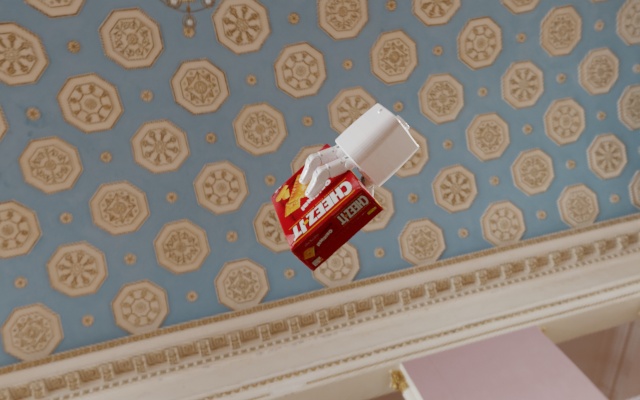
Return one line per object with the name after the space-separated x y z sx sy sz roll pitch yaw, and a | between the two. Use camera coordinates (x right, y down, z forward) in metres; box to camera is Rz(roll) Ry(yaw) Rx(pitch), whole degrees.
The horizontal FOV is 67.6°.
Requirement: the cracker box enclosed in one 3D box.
0.000 0.003 0.886 0.072 0.164 0.213 43 8 -29 | cracker box
